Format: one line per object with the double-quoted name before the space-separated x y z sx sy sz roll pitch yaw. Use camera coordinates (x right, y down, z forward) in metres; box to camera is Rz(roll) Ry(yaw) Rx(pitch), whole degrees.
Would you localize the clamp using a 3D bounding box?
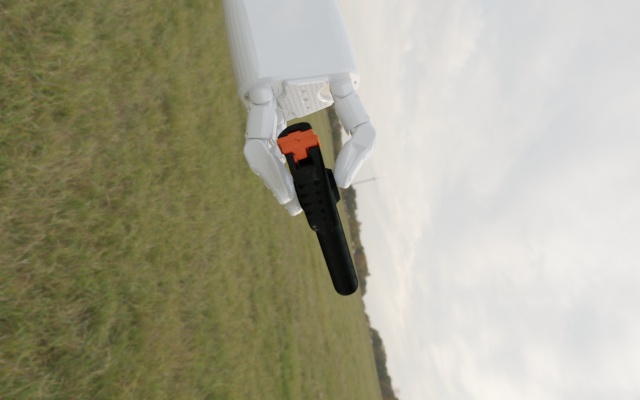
"clamp" 0.001 0.001 0.422 0.036 0.164 0.210 -17 -13 1
